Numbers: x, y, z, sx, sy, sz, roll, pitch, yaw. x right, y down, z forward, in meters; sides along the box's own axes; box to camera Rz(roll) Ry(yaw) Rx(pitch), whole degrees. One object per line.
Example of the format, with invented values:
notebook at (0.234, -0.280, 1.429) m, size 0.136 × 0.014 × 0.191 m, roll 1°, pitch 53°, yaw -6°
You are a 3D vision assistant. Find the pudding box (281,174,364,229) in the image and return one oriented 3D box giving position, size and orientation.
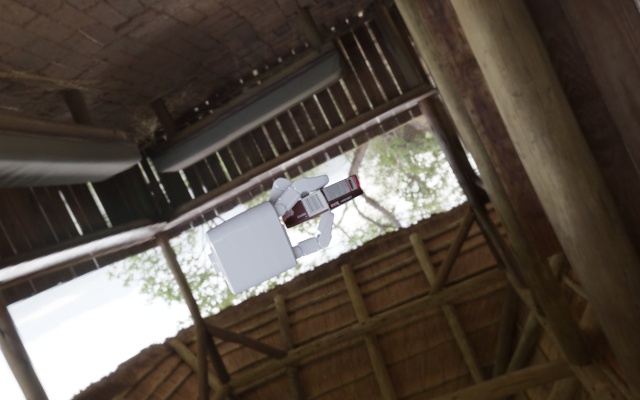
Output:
pudding box at (0.000, 0.003, 0.770) m, size 0.090 × 0.039 × 0.113 m, roll -26°, pitch 1°, yaw -44°
